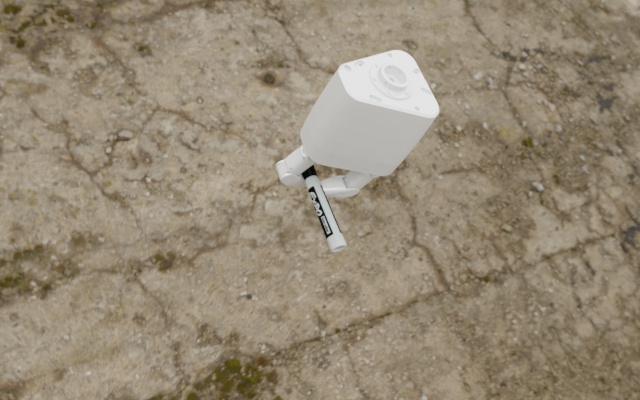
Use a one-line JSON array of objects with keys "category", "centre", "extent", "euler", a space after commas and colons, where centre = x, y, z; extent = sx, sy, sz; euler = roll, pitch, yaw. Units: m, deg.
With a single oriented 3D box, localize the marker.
[{"category": "marker", "centre": [0.000, 0.002, 0.554], "extent": [0.020, 0.121, 0.020], "euler": [-18, -23, -8]}]
